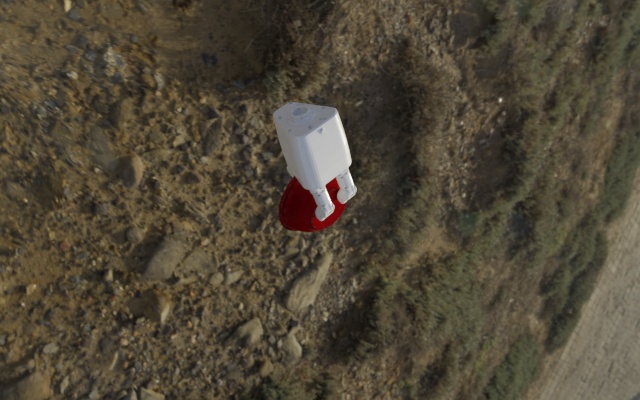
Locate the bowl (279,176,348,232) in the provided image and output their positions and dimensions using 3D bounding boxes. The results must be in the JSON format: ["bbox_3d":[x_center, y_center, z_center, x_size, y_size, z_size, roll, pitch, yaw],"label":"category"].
[{"bbox_3d":[0.001,0.004,0.899,0.055,0.162,0.162,37,22,32],"label":"bowl"}]
